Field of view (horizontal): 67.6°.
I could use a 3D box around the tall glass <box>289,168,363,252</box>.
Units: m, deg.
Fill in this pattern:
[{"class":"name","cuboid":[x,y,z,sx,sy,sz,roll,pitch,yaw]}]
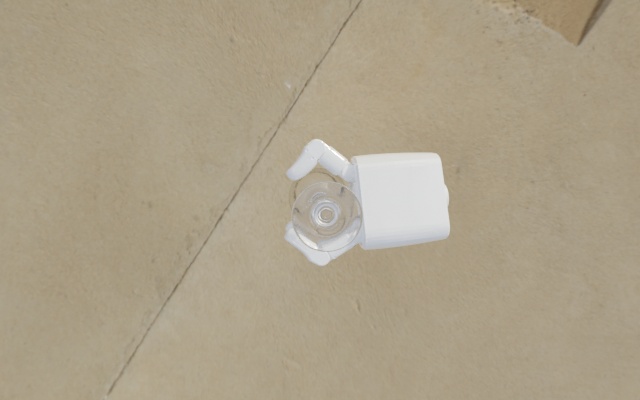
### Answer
[{"class":"tall glass","cuboid":[0.000,0.002,0.589,0.079,0.079,0.201,0,9,-5]}]
